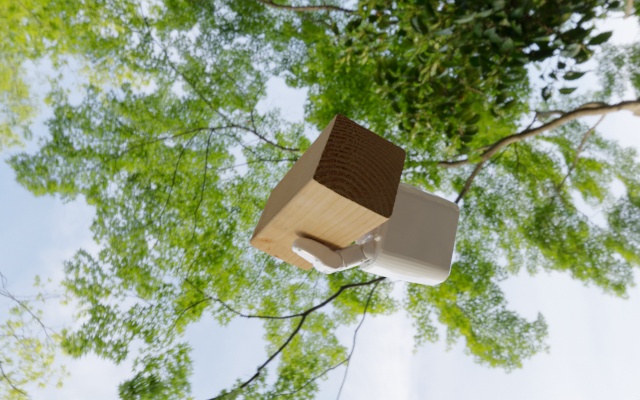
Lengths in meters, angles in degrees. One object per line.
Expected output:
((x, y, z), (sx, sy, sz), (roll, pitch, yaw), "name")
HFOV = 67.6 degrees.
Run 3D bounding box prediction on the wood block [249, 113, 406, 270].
((0.000, 0.002, 0.563), (0.090, 0.090, 0.206), (27, -32, -13), "wood block")
